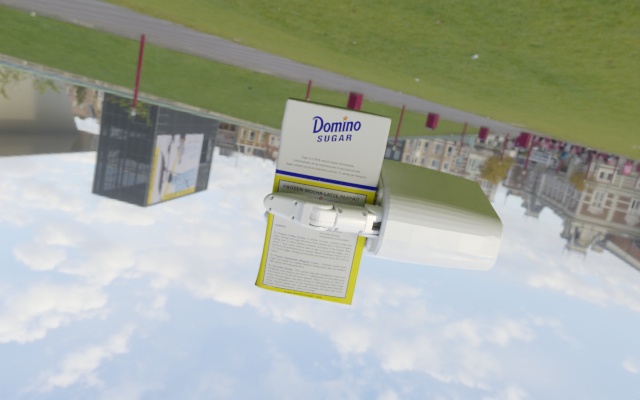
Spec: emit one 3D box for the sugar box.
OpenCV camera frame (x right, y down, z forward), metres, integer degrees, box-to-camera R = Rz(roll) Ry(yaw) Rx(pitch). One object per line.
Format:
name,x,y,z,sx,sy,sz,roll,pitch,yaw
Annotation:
sugar box,0.000,0.001,0.440,0.093,0.176,0.048,11,11,-3
